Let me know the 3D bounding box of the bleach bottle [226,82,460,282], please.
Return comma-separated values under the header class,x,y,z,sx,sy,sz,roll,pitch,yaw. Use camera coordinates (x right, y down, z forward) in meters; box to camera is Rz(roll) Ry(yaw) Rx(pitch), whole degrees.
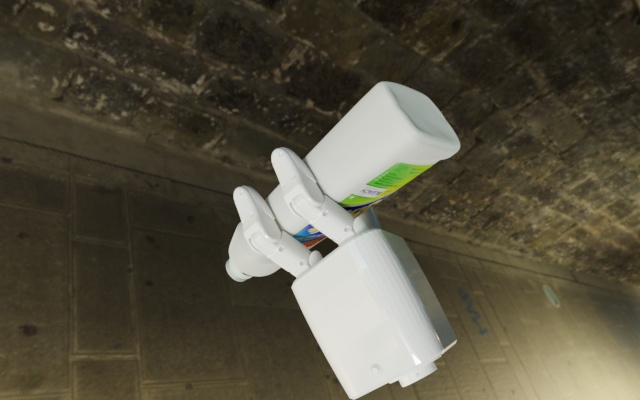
class,x,y,z,sx,sy,sz,roll,pitch,yaw
bleach bottle,0.000,0.001,0.442,0.251,0.068,0.102,-41,-22,31
